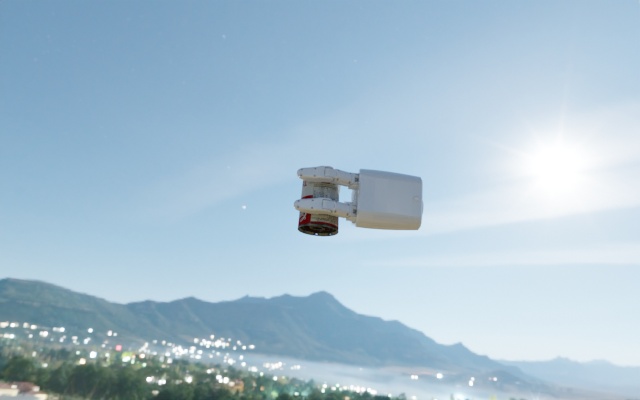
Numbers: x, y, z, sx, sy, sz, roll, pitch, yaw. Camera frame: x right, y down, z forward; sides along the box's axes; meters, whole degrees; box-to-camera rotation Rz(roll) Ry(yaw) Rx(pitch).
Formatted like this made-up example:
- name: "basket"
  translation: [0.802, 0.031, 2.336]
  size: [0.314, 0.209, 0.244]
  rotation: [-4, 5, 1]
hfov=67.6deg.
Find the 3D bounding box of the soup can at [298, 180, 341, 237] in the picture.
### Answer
- name: "soup can"
  translation: [0.000, 0.002, 0.802]
  size: [0.068, 0.102, 0.068]
  rotation: [5, -18, 2]
